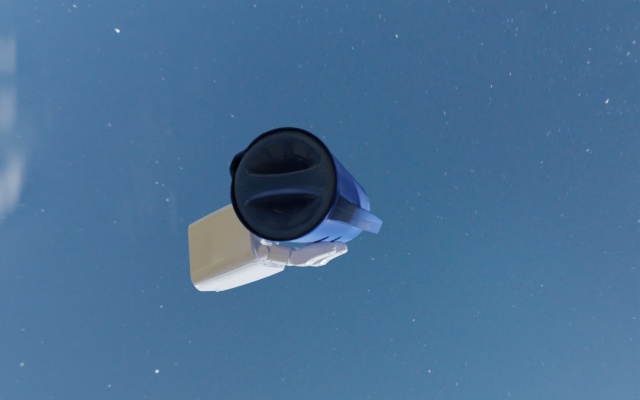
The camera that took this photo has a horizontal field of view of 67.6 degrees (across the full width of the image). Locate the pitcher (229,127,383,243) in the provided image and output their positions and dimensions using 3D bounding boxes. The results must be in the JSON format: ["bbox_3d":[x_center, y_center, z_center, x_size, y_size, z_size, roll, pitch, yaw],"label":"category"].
[{"bbox_3d":[0.000,0.002,0.646,0.145,0.149,0.243,-25,-15,14],"label":"pitcher"}]
